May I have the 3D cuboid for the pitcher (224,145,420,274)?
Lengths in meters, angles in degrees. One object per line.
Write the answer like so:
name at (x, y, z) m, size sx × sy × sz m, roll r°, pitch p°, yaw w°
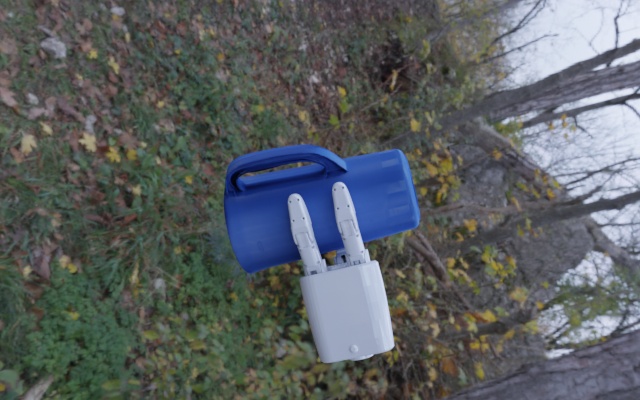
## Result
pitcher at (0.000, 0.002, 0.633) m, size 0.243 × 0.145 × 0.149 m, roll -13°, pitch -6°, yaw 7°
